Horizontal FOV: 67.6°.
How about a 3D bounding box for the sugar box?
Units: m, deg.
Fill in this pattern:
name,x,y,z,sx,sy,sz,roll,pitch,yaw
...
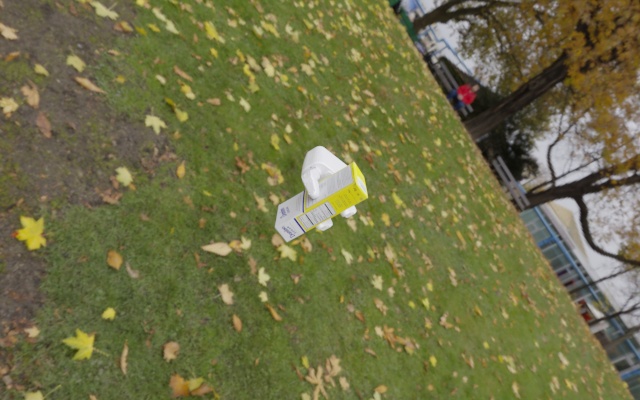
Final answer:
name,x,y,z,sx,sy,sz,roll,pitch,yaw
sugar box,0.001,0.003,0.897,0.176,0.048,0.093,-31,23,16
